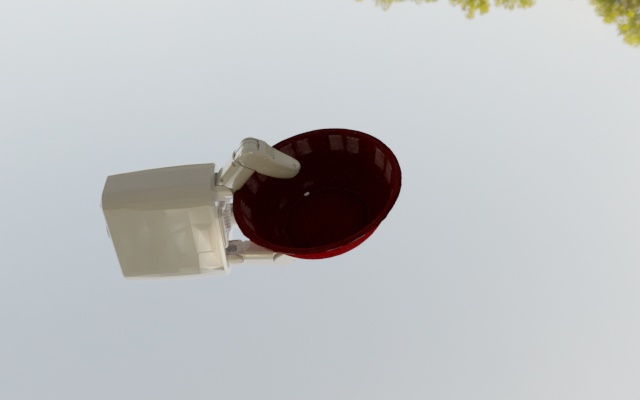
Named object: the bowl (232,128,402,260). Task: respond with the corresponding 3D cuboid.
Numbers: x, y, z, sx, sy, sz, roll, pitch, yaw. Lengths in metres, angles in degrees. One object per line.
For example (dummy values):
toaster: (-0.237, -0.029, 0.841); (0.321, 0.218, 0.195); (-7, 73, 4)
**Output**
bowl: (0.001, 0.002, 0.463); (0.162, 0.162, 0.055); (0, -42, 17)
